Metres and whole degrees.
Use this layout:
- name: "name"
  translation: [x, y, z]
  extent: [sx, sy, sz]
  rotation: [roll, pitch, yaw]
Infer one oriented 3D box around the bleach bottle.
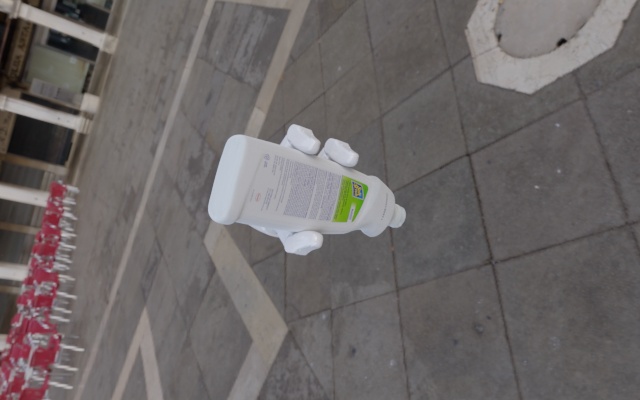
- name: "bleach bottle"
  translation: [0.000, 0.002, 0.579]
  extent: [0.251, 0.102, 0.068]
  rotation: [16, 0, -31]
